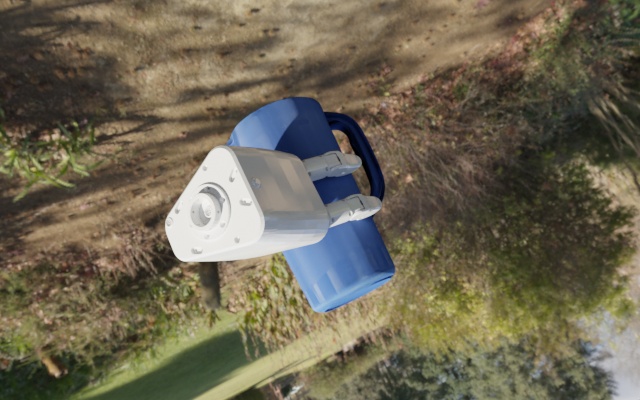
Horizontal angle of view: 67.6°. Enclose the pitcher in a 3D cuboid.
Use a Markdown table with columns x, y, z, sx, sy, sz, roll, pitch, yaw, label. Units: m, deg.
| x | y | z | sx | sy | sz | roll | pitch | yaw | label |
| --- | --- | --- | --- | --- | --- | --- | --- | --- | --- |
| 0.000 | 0.002 | 0.587 | 0.149 | 0.242 | 0.145 | -34 | -17 | 23 | pitcher |
